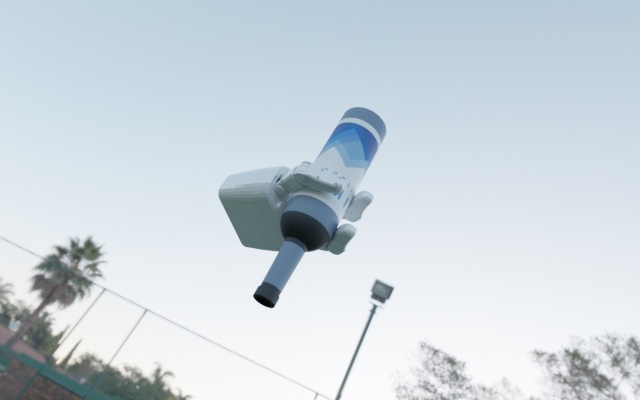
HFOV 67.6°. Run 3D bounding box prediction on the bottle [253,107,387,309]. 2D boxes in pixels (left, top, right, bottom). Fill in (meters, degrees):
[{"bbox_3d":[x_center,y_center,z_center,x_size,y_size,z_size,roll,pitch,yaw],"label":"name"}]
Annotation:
[{"bbox_3d":[0.000,0.002,0.595,0.069,0.295,0.069,21,-33,14],"label":"bottle"}]
